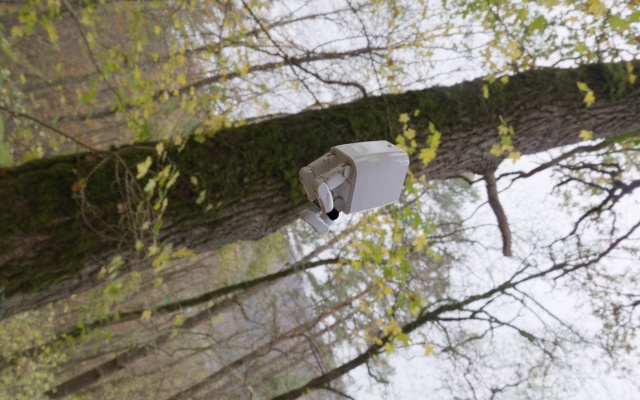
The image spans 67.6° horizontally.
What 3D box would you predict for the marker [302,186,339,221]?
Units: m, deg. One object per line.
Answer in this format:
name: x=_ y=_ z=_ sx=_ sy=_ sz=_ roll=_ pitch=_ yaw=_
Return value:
marker: x=0.000 y=0.003 z=0.825 sx=0.020 sy=0.020 sz=0.121 roll=0 pitch=23 yaw=-27
